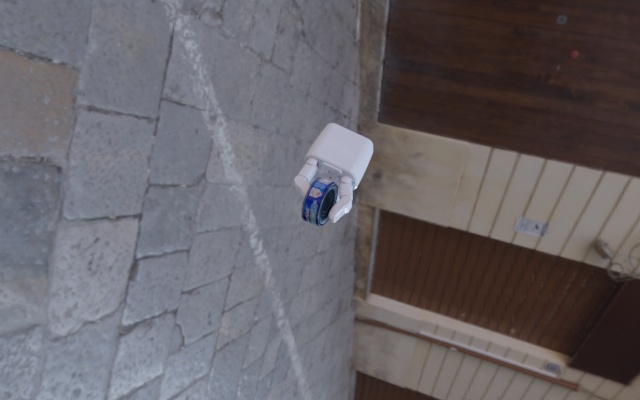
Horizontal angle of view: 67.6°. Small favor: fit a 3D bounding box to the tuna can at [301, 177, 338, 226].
[{"bbox_3d":[0.001,0.003,0.870,0.034,0.086,0.086,20,7,19],"label":"tuna can"}]
